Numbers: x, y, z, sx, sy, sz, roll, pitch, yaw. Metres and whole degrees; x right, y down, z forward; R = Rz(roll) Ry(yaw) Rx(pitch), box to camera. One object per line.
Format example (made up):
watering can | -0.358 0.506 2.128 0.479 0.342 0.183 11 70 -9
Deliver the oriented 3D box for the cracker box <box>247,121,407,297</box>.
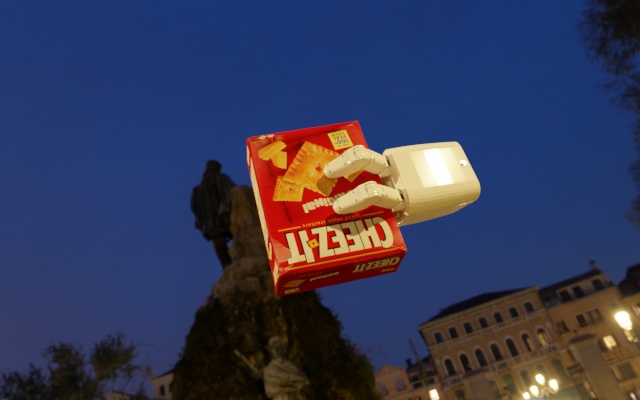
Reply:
cracker box | 0.000 0.002 0.637 0.164 0.213 0.072 -10 -30 -12
